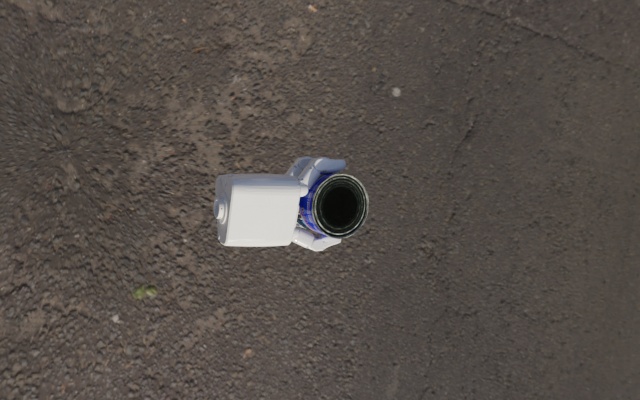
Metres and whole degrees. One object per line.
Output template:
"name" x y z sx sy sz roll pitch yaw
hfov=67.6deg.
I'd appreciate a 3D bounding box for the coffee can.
"coffee can" 0.000 0.003 0.800 0.103 0.103 0.140 0 5 -28
